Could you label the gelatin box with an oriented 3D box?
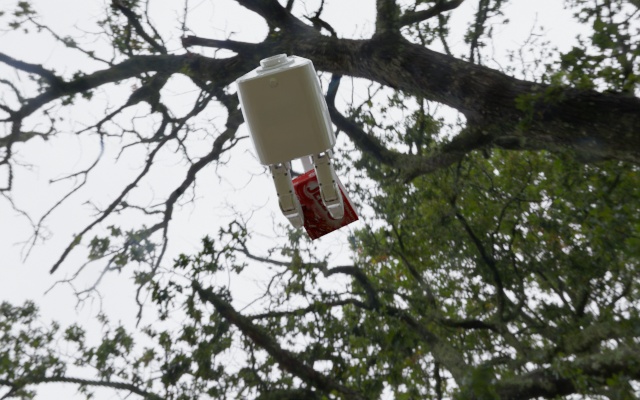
[{"bbox_3d":[0.000,0.002,0.641,0.073,0.089,0.030,-25,26,13],"label":"gelatin box"}]
